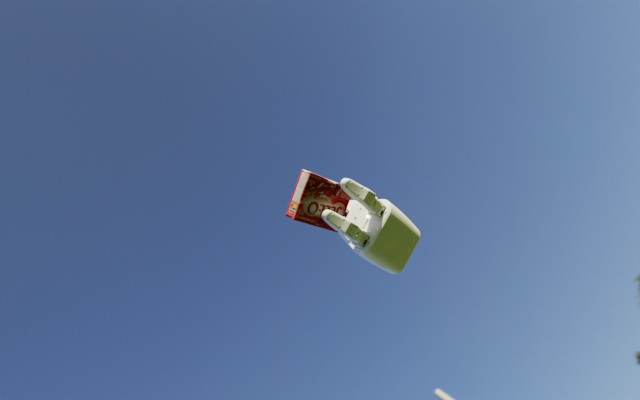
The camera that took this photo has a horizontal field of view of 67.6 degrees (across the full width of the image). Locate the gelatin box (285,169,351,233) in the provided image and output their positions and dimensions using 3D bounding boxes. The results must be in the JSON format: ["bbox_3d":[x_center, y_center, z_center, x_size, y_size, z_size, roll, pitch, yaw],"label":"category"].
[{"bbox_3d":[0.000,0.002,0.713,0.089,0.073,0.030,19,2,-36],"label":"gelatin box"}]
